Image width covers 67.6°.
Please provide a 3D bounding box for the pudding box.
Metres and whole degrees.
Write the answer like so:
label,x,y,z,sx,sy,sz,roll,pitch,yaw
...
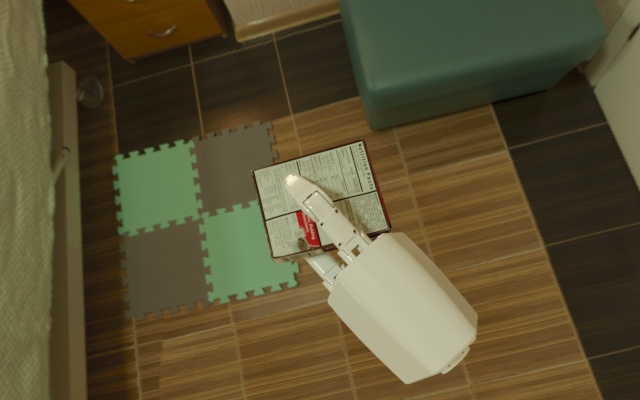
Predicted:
label,x,y,z,sx,sy,sz,roll,pitch,yaw
pudding box,0.000,0.001,0.446,0.113,0.090,0.039,-15,-13,1
